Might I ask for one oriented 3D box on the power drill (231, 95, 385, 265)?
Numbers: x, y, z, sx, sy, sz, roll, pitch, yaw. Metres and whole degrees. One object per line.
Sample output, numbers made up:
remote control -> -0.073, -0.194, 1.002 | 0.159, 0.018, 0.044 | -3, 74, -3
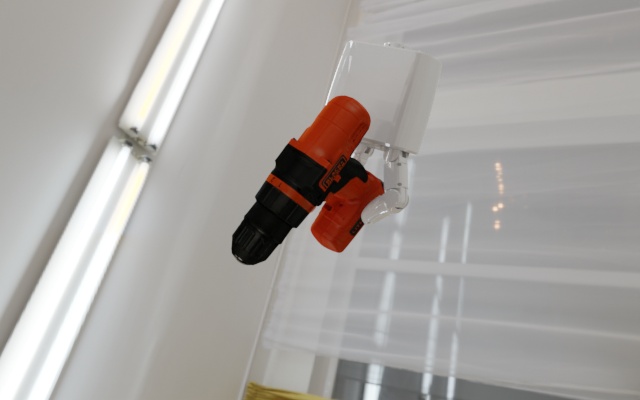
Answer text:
power drill -> 0.000, 0.002, 0.507 | 0.057, 0.184, 0.188 | 37, -3, 22
